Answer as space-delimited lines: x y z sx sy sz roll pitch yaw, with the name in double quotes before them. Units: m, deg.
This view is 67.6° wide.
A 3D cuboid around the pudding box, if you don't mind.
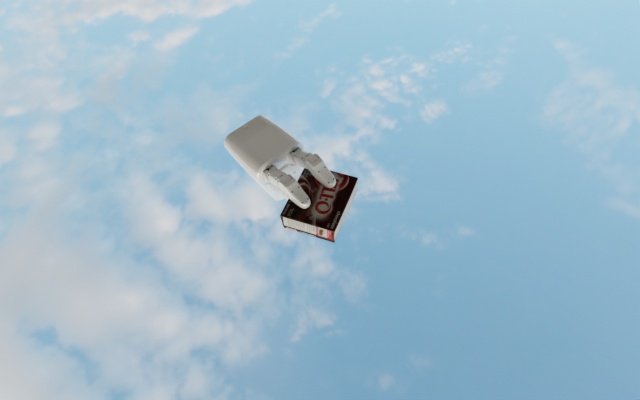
"pudding box" 0.000 0.003 0.751 0.090 0.113 0.039 15 -32 15
